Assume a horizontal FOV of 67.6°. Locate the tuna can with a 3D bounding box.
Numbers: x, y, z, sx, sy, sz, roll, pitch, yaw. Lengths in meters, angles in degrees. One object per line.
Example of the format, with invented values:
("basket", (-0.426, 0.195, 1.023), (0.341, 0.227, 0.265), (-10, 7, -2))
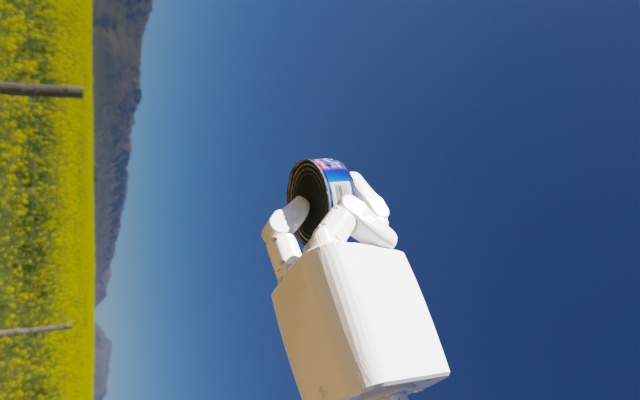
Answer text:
("tuna can", (0.001, 0.001, 0.470), (0.034, 0.086, 0.086), (-5, 2, -30))
